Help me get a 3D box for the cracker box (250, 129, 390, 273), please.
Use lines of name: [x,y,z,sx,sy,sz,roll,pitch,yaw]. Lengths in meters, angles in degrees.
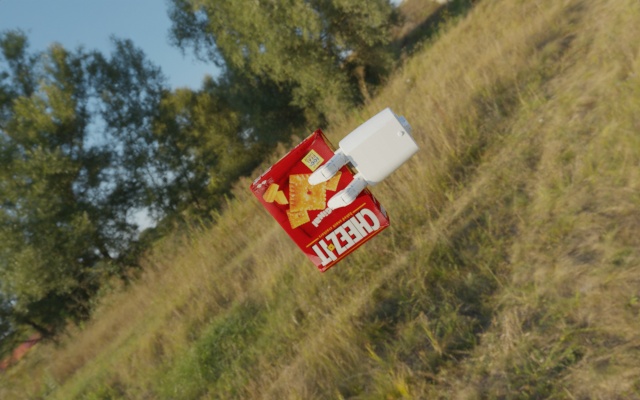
cracker box: [0.000,0.003,0.880,0.164,0.214,0.072,-37,10,13]
